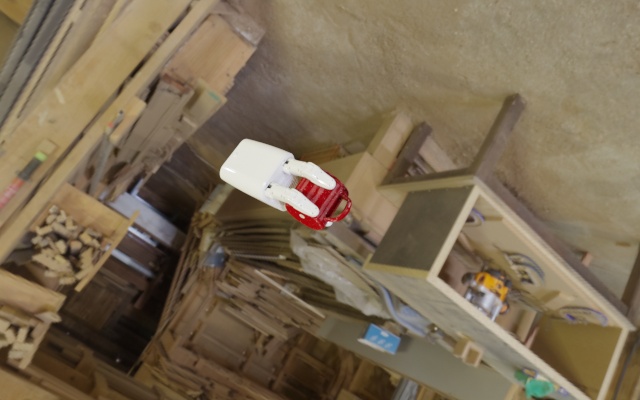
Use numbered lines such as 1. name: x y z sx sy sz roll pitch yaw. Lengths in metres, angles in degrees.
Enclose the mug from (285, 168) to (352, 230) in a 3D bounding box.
1. mug: 0.001 0.003 0.839 0.117 0.081 0.093 23 -20 30
